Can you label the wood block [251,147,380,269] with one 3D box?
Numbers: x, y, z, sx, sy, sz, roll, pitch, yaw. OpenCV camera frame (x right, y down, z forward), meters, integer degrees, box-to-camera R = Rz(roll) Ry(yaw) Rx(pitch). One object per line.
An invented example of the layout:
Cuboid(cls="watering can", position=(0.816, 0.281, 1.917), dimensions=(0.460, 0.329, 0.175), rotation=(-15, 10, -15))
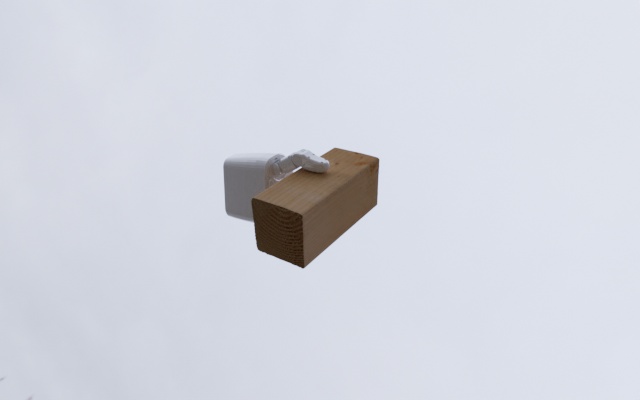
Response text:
Cuboid(cls="wood block", position=(0.000, 0.002, 0.725), dimensions=(0.090, 0.091, 0.206), rotation=(18, 35, 30))
